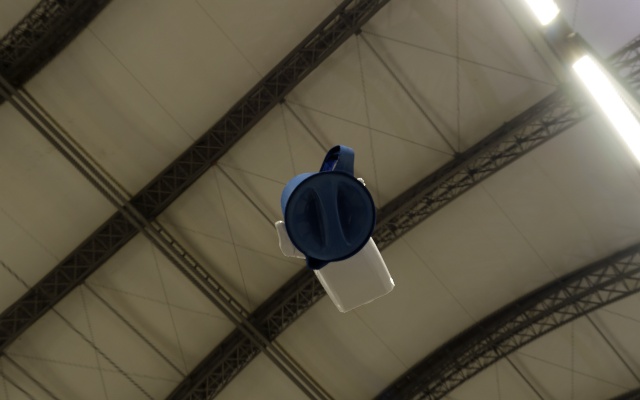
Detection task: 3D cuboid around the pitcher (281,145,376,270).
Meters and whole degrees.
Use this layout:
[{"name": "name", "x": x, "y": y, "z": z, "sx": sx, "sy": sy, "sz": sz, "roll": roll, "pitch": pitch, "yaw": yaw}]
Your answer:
[{"name": "pitcher", "x": 0.000, "y": 0.003, "z": 0.791, "sx": 0.149, "sy": 0.145, "sz": 0.243, "roll": -31, "pitch": 10, "yaw": -5}]
